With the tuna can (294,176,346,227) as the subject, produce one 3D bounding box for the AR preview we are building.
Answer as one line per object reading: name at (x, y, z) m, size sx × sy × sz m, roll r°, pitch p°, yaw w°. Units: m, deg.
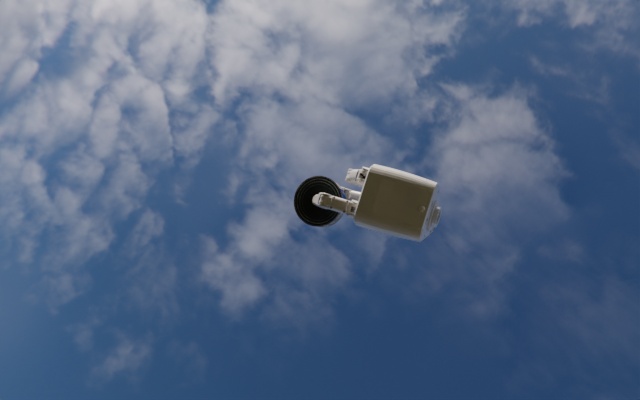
tuna can at (0.000, 0.003, 0.814) m, size 0.086 × 0.086 × 0.034 m, roll 0°, pitch -7°, yaw 18°
